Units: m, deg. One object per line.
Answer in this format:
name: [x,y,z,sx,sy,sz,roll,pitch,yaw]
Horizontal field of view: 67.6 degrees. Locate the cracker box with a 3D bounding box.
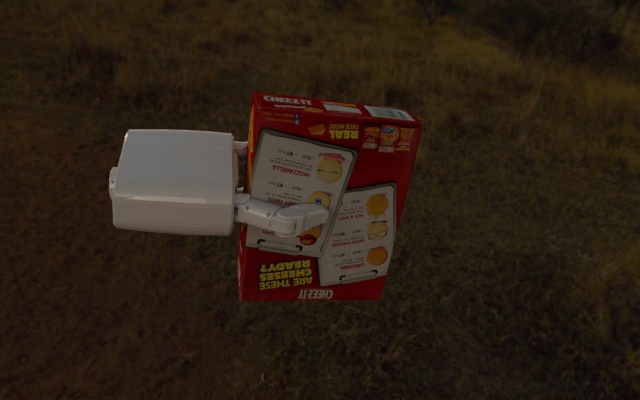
cracker box: [0.000,0.002,0.511,0.164,0.214,0.072,3,26,-14]
